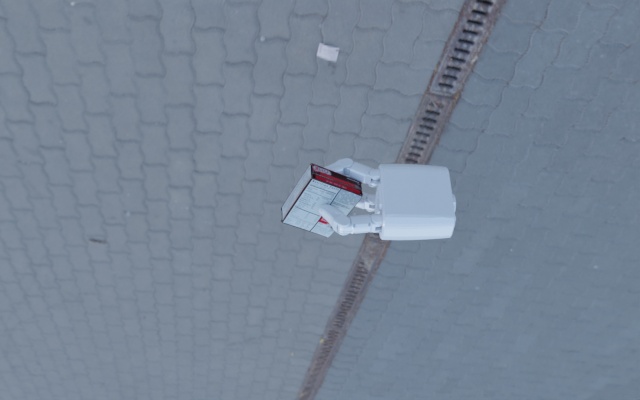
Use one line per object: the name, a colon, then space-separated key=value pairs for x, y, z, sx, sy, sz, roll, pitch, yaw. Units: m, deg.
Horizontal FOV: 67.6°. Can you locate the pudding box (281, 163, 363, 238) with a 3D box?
pudding box: x=0.000 y=0.003 z=0.749 sx=0.090 sy=0.039 sz=0.113 roll=20 pitch=-51 yaw=-20
